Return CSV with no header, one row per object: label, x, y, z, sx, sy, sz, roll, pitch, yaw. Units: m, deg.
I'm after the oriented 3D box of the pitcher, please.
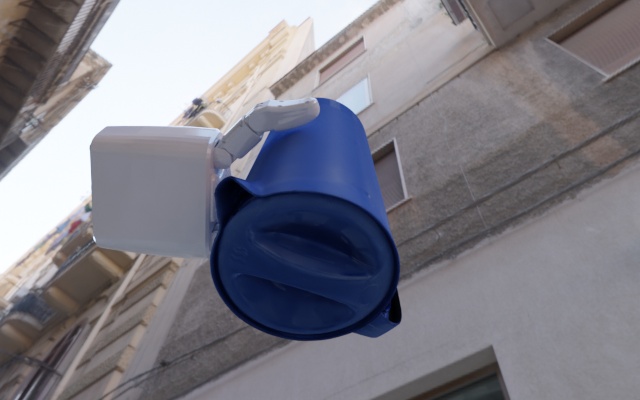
pitcher,0.000,0.001,0.435,0.145,0.149,0.242,2,30,2
